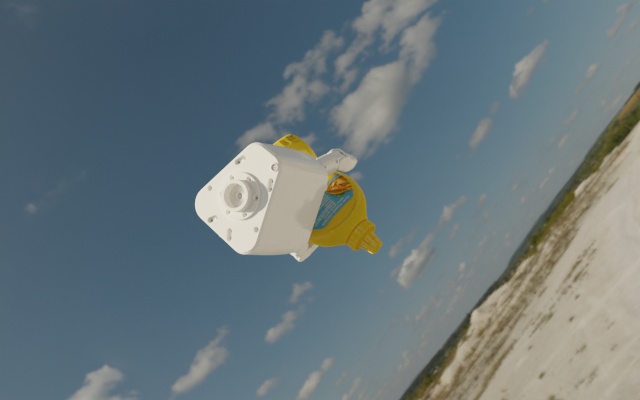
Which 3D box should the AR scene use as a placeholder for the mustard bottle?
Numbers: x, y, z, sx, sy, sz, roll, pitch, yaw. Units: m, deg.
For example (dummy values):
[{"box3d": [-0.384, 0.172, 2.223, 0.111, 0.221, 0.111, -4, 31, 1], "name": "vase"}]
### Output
[{"box3d": [0.000, 0.002, 0.611, 0.191, 0.096, 0.058, 39, -12, 21], "name": "mustard bottle"}]
